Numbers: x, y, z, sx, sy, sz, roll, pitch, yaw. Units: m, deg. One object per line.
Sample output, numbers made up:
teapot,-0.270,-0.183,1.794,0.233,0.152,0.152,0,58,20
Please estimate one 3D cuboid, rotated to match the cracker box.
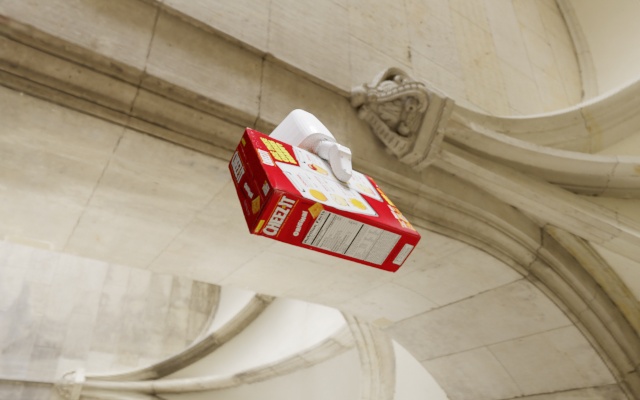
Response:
cracker box,0.000,0.002,0.617,0.214,0.072,0.164,18,23,-29
